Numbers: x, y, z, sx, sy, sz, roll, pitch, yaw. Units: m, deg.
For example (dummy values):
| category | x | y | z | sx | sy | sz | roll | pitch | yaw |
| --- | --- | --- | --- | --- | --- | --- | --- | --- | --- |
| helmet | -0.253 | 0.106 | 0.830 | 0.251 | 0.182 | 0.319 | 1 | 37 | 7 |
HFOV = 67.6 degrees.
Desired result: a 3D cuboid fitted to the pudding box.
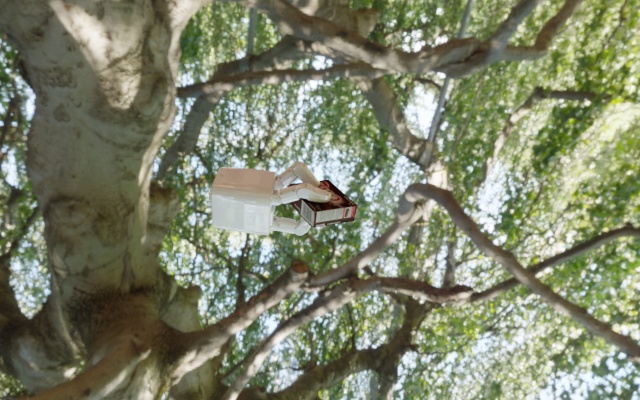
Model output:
| category | x | y | z | sx | sy | sz | roll | pitch | yaw |
| --- | --- | --- | --- | --- | --- | --- | --- | --- | --- |
| pudding box | 0.000 | 0.003 | 0.875 | 0.090 | 0.039 | 0.113 | -9 | 34 | -28 |
